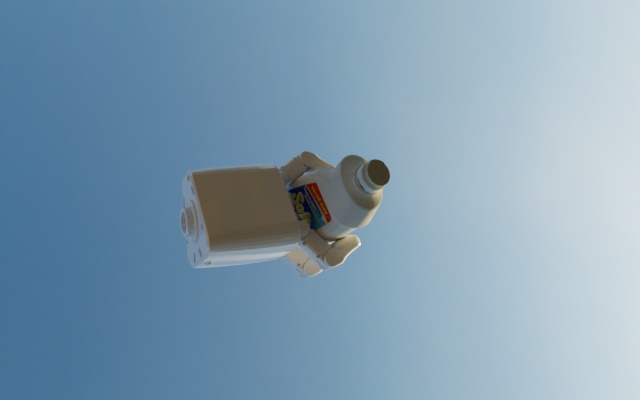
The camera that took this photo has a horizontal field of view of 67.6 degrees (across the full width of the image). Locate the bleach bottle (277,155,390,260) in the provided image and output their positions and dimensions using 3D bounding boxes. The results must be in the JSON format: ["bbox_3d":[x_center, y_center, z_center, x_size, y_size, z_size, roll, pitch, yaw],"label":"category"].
[{"bbox_3d":[0.000,0.002,0.584,0.068,0.102,0.251,-5,-15,-30],"label":"bleach bottle"}]
